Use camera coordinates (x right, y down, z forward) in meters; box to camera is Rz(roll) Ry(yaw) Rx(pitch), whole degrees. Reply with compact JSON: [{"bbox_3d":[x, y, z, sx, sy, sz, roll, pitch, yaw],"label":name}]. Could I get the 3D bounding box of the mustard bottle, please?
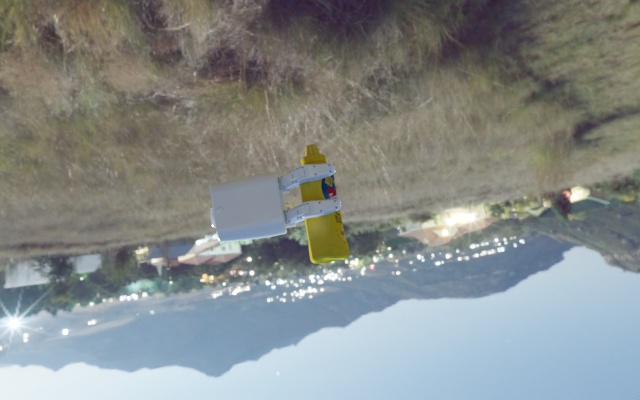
[{"bbox_3d":[0.001,0.003,0.767,0.058,0.191,0.096,-14,-12,18],"label":"mustard bottle"}]
